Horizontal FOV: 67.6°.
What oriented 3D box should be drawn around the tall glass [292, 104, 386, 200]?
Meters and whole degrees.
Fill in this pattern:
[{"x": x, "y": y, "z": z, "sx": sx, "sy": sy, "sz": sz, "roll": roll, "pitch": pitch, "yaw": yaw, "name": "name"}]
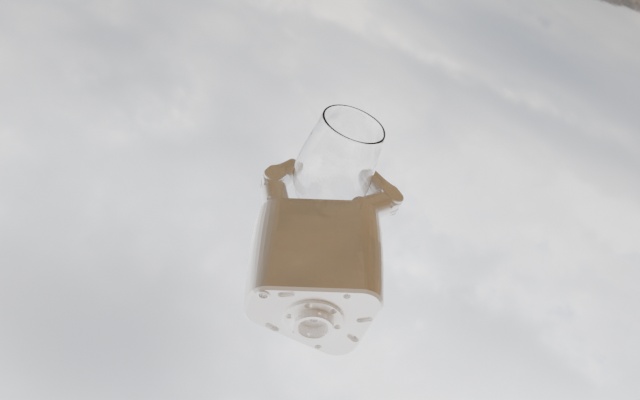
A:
[{"x": 0.000, "y": 0.002, "z": 0.497, "sx": 0.079, "sy": 0.201, "sz": 0.079, "roll": 14, "pitch": 38, "yaw": -12, "name": "tall glass"}]
